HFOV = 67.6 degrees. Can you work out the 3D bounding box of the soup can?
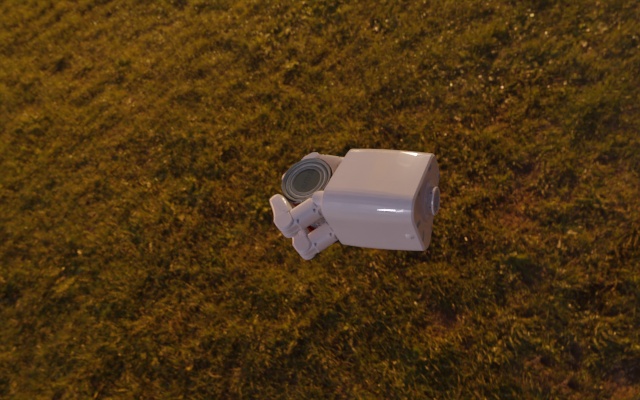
[{"bbox_3d":[0.000,0.002,0.612,0.068,0.068,0.102,0,-33,25],"label":"soup can"}]
